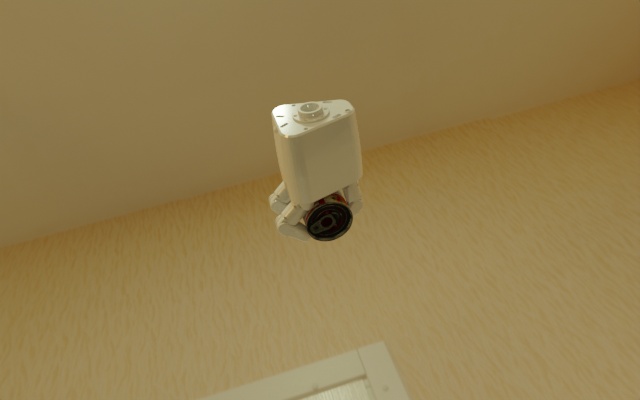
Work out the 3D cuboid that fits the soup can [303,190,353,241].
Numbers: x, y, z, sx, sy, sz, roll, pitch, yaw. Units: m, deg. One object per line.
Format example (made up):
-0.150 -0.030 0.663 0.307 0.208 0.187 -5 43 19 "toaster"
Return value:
0.000 0.002 0.704 0.068 0.068 0.102 0 35 -18 "soup can"
